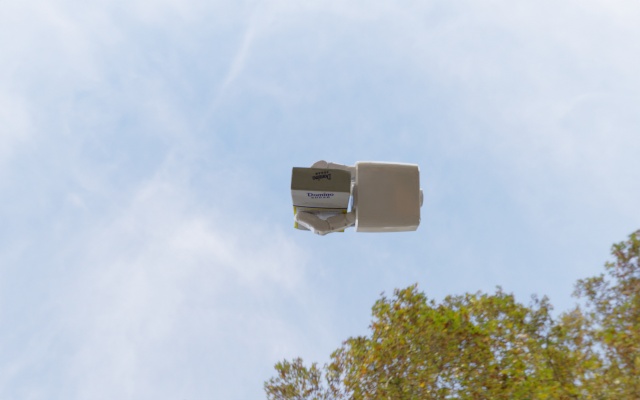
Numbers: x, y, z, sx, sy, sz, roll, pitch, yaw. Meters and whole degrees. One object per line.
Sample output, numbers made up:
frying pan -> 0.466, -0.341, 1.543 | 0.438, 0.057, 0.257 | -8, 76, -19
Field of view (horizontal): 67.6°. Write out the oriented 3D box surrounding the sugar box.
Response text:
sugar box -> 0.000, 0.002, 0.797 | 0.093, 0.048, 0.176 | 3, -26, 0
